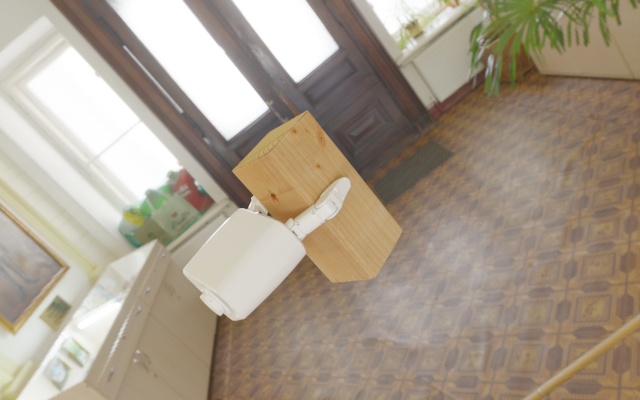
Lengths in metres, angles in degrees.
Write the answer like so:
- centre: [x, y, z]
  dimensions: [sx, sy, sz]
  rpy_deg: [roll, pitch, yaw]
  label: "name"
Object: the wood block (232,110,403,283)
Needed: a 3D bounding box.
- centre: [0.000, 0.002, 0.617]
  dimensions: [0.091, 0.206, 0.090]
  rpy_deg: [-17, 29, 51]
  label: "wood block"
